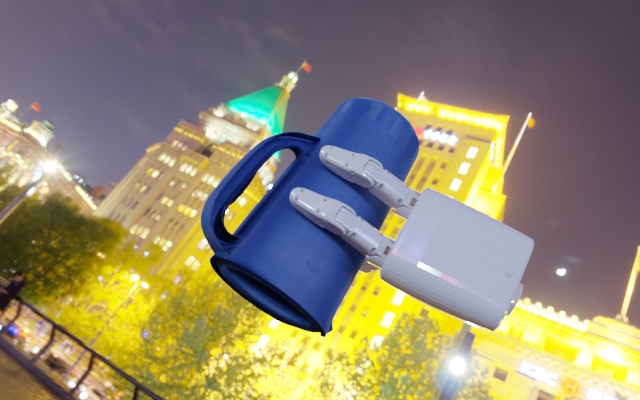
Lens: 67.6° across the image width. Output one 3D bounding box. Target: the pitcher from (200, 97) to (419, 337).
[{"bbox_3d":[0.000,0.002,0.497,0.145,0.242,0.149,26,-25,16],"label":"pitcher"}]
